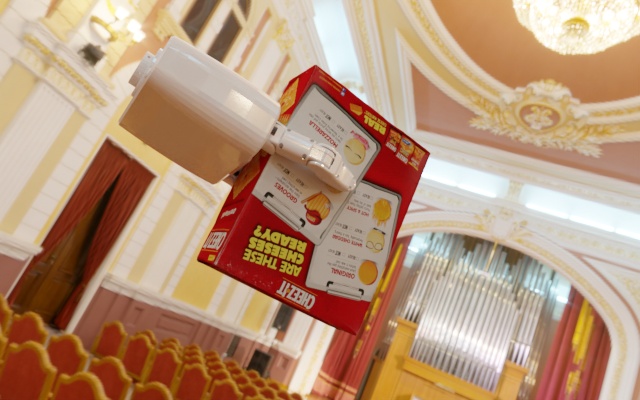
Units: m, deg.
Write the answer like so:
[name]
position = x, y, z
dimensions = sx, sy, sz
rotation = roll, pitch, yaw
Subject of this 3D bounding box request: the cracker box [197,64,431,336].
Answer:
[cracker box]
position = 0.000, 0.001, 0.485
dimensions = 0.164, 0.213, 0.072
rotation = 32, -17, -24
